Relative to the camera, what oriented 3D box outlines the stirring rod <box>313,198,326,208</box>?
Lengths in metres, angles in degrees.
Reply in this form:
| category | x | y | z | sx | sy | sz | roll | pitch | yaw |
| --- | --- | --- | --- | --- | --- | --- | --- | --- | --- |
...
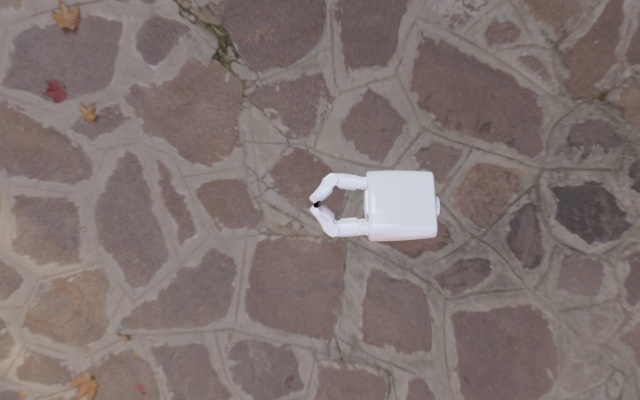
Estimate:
| category | x | y | z | sx | sy | sz | roll | pitch | yaw |
| --- | --- | --- | --- | --- | --- | --- | --- | --- | --- |
| stirring rod | 0.000 | 0.003 | 0.820 | 0.011 | 0.011 | 0.239 | 0 | 2 | 3 |
